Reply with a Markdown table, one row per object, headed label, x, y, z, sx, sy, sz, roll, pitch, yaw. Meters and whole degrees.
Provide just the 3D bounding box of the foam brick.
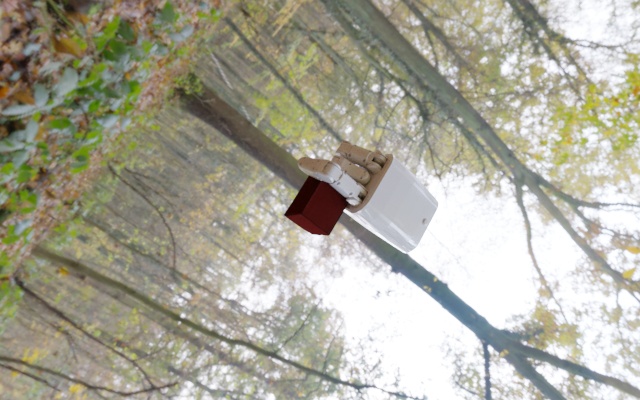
| label | x | y | z | sx | sy | sz | roll | pitch | yaw |
| --- | --- | --- | --- | --- | --- | --- | --- | --- | --- |
| foam brick | 0.000 | 0.002 | 0.635 | 0.051 | 0.078 | 0.053 | 39 | -19 | -22 |
